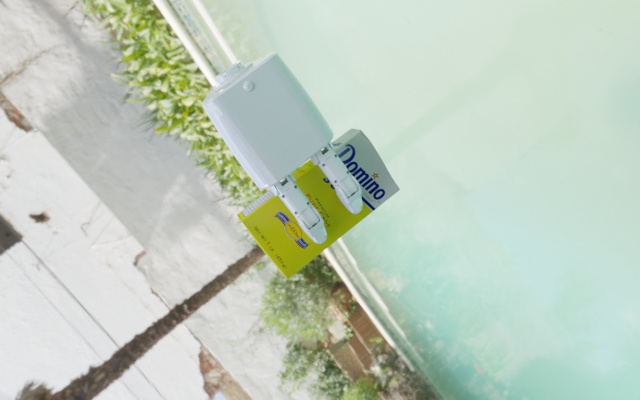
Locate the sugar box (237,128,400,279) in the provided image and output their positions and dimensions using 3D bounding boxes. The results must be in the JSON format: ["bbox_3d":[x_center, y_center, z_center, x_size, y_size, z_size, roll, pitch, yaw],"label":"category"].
[{"bbox_3d":[0.000,0.002,0.570,0.176,0.093,0.048,-38,20,-6],"label":"sugar box"}]
